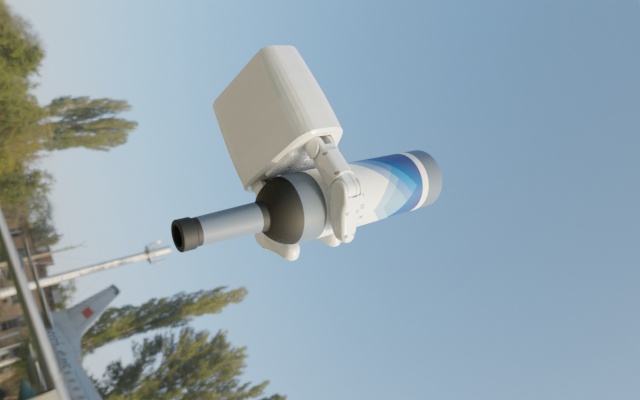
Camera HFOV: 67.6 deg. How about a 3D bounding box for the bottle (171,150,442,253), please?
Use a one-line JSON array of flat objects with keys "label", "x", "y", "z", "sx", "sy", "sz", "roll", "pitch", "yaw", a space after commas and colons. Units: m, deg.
[{"label": "bottle", "x": 0.000, "y": 0.002, "z": 0.471, "sx": 0.295, "sy": 0.069, "sz": 0.069, "roll": -13, "pitch": 8, "yaw": -36}]
